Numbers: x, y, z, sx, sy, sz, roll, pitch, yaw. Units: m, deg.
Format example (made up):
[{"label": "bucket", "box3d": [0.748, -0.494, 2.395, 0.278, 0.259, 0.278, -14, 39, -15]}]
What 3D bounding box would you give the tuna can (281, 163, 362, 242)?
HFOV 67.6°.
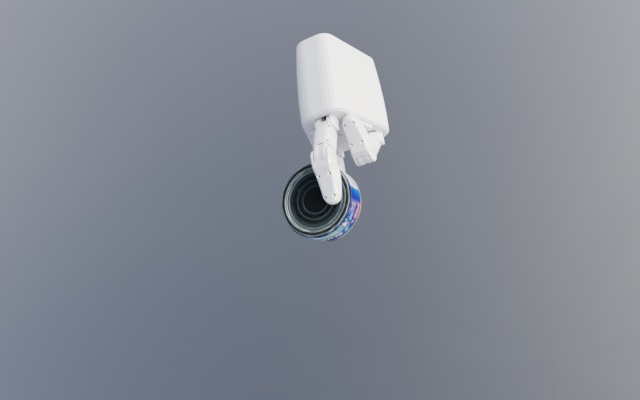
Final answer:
[{"label": "tuna can", "box3d": [0.000, 0.002, 0.531, 0.086, 0.086, 0.034, 0, -12, 25]}]
